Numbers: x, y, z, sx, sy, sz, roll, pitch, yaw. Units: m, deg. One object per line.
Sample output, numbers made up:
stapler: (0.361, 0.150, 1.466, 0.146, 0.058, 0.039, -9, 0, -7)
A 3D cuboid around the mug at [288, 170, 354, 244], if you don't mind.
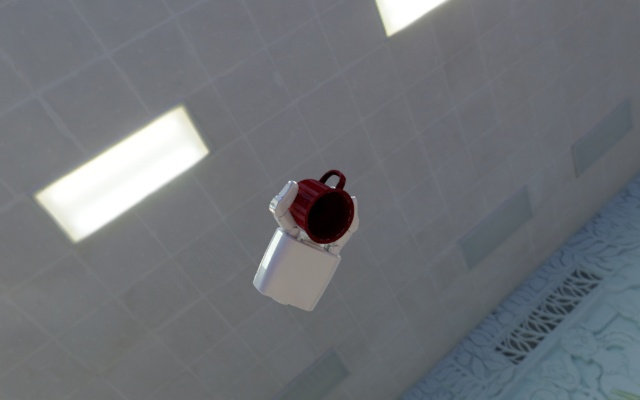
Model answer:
mug: (0.001, 0.001, 0.776, 0.093, 0.117, 0.081, 25, 4, -37)
